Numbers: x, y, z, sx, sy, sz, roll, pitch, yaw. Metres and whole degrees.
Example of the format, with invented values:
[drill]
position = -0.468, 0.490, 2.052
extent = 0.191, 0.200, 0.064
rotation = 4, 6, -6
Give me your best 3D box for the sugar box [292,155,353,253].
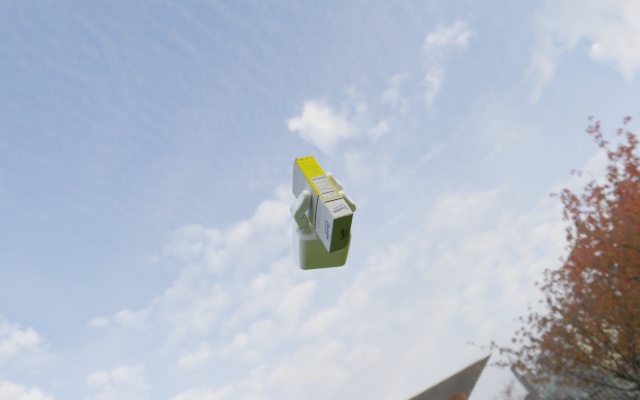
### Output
[sugar box]
position = 0.001, 0.003, 0.896
extent = 0.048, 0.093, 0.176
rotation = -17, 48, -22
